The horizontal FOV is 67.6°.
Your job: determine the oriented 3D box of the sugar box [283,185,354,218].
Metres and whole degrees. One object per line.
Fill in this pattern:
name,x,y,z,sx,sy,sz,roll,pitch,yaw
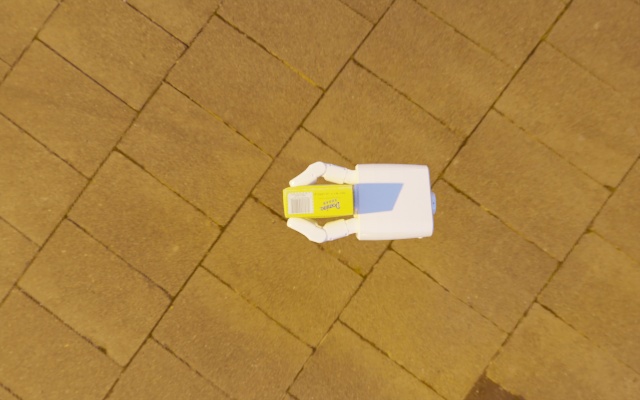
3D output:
sugar box,0.000,0.003,0.711,0.093,0.048,0.176,-2,-3,2
